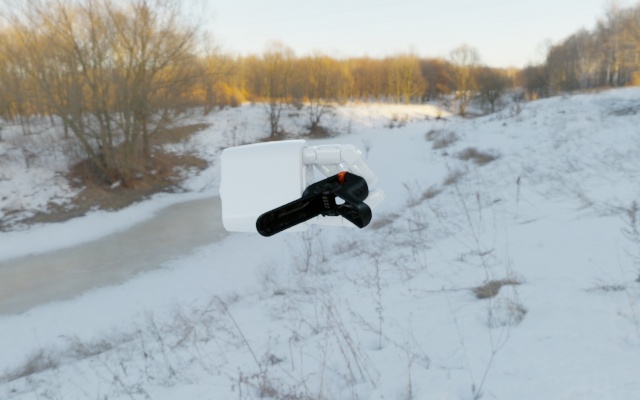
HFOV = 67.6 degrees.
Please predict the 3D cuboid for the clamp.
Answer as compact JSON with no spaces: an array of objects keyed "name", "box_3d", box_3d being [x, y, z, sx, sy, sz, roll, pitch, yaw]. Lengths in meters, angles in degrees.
[{"name":"clamp","box_3d":[0.000,0.001,0.537,0.120,0.039,0.171,-3,13,9]}]
